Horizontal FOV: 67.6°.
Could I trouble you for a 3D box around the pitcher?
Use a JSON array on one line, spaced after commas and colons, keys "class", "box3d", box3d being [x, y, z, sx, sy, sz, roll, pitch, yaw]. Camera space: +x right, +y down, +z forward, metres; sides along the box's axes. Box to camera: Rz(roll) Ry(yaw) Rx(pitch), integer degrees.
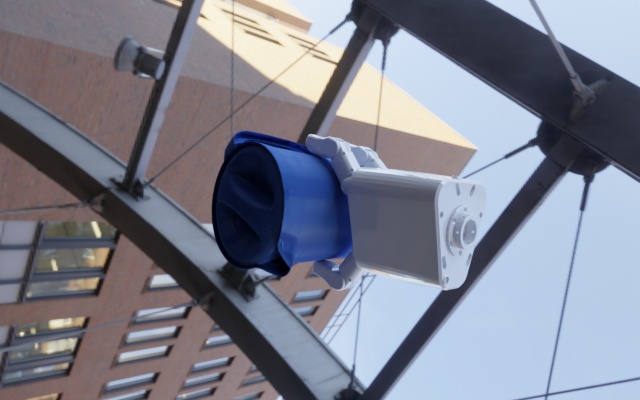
[{"class": "pitcher", "box3d": [0.000, 0.002, 0.577, 0.243, 0.149, 0.145, 4, 4, -44]}]
